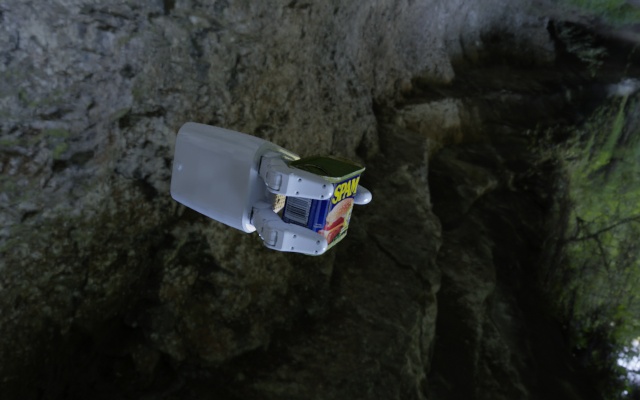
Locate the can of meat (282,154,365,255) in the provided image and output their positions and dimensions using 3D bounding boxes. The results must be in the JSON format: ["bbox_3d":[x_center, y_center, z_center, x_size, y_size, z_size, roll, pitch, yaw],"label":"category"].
[{"bbox_3d":[0.000,0.002,0.506,0.057,0.084,0.102,18,18,20],"label":"can of meat"}]
